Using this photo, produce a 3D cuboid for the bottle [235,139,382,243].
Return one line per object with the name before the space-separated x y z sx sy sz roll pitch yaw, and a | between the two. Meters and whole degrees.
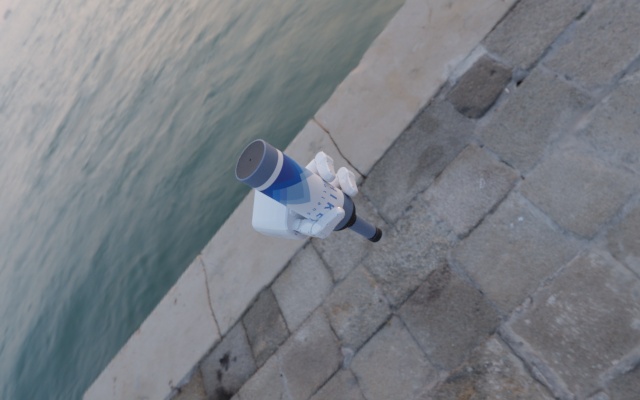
bottle | 0.000 0.002 0.767 0.296 0.069 0.069 31 -20 -37
